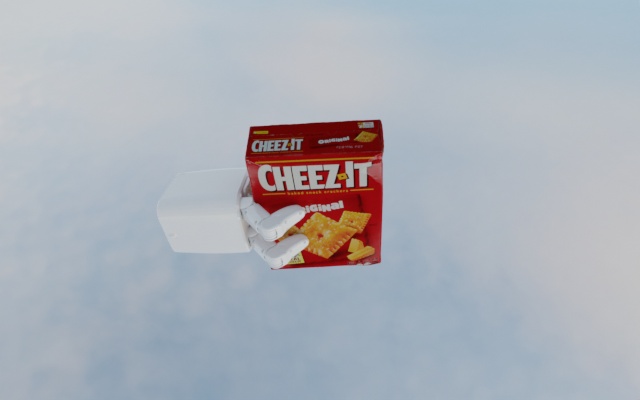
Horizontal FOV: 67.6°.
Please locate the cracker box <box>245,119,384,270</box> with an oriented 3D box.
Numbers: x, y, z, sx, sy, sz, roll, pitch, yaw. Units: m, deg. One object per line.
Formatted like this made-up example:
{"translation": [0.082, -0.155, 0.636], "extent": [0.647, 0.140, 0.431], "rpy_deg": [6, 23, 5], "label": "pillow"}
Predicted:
{"translation": [0.000, 0.002, 0.636], "extent": [0.164, 0.072, 0.214], "rpy_deg": [-3, -45, 3], "label": "cracker box"}
